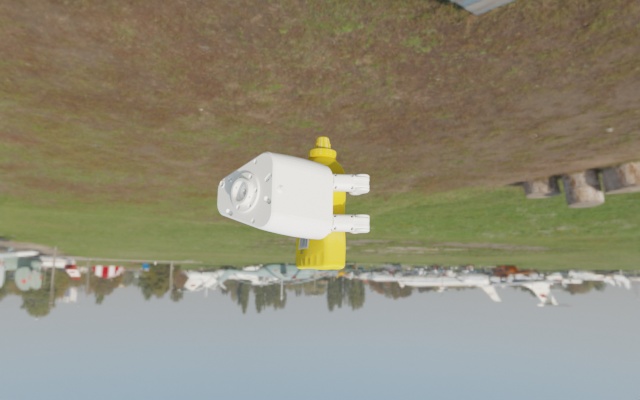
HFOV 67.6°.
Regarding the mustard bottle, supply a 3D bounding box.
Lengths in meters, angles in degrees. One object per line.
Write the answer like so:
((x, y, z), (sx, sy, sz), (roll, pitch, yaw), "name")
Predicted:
((0.000, 0.003, 0.688), (0.058, 0.191, 0.096), (5, -10, -25), "mustard bottle")
